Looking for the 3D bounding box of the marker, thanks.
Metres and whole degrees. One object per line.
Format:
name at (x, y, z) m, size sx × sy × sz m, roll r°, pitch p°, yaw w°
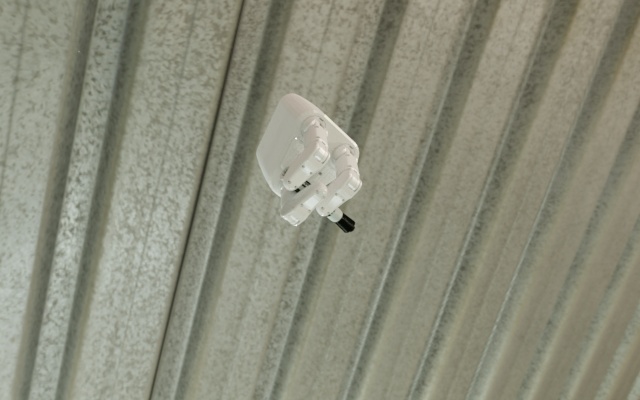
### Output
marker at (0.000, 0.002, 0.565) m, size 0.121 × 0.020 × 0.020 m, roll 40°, pitch -23°, yaw -30°
